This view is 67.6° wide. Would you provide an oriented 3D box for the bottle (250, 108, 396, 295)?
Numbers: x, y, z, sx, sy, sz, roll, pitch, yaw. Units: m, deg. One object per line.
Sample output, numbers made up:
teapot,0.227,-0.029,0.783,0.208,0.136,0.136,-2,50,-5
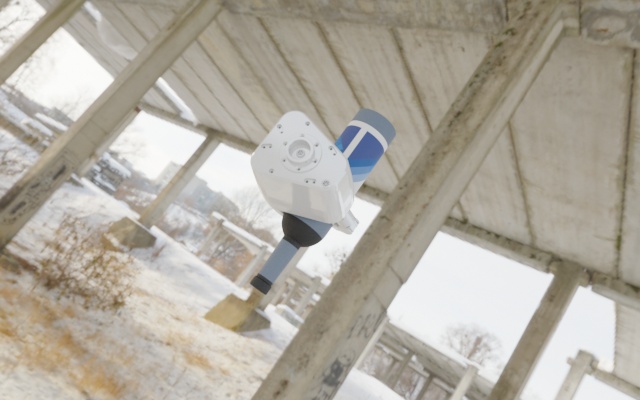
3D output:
bottle,0.000,0.002,0.669,0.069,0.295,0.069,33,-15,10
